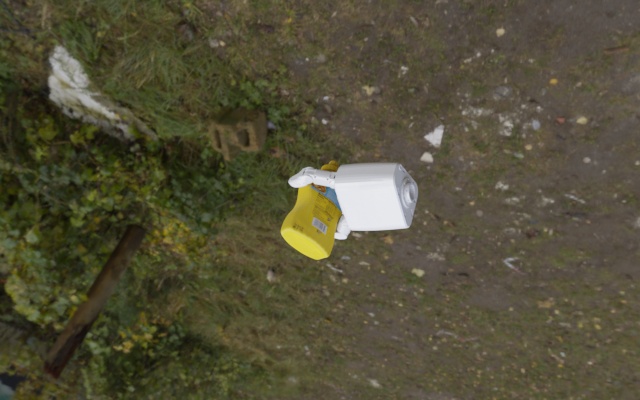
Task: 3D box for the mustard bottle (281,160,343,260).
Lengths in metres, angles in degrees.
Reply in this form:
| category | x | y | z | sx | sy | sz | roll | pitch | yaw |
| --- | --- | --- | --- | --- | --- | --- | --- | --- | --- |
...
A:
| category | x | y | z | sx | sy | sz | roll | pitch | yaw |
| --- | --- | --- | --- | --- | --- | --- | --- | --- | --- |
| mustard bottle | 0.000 | 0.003 | 0.861 | 0.096 | 0.191 | 0.058 | 38 | -37 | -24 |
